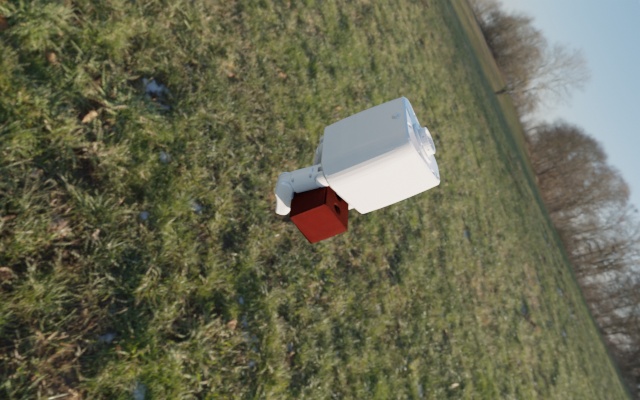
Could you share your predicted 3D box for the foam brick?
[{"bbox_3d":[0.000,0.002,0.581,0.051,0.078,0.053,-20,-50,23],"label":"foam brick"}]
